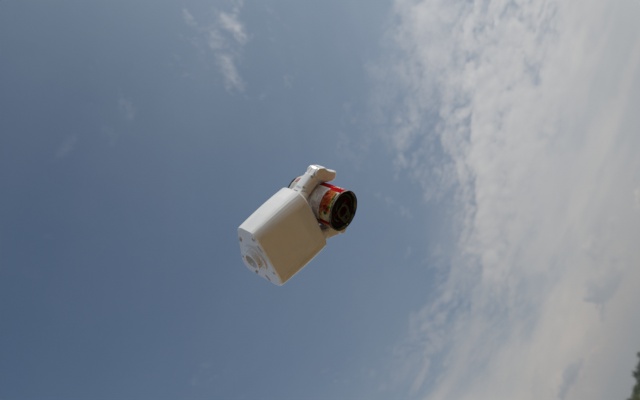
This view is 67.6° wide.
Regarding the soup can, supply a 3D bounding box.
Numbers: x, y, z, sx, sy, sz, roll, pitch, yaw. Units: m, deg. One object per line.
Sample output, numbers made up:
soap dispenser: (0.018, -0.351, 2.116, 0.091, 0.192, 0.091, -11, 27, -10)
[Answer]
soup can: (0.000, 0.002, 0.790, 0.102, 0.068, 0.068, 21, 13, 37)
